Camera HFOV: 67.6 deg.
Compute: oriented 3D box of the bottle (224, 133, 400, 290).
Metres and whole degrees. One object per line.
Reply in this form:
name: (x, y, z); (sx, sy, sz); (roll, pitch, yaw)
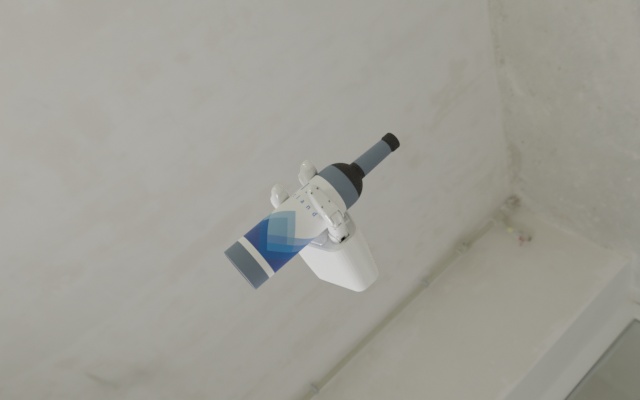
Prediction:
bottle: (0.000, 0.002, 0.674); (0.295, 0.069, 0.069); (-40, 11, -14)
